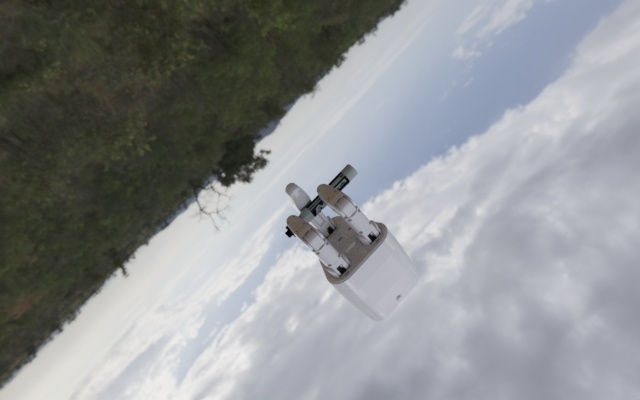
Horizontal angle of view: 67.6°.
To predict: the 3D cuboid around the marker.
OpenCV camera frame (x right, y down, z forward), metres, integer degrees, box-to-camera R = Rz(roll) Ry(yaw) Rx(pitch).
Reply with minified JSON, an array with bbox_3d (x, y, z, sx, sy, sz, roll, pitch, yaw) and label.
[{"bbox_3d":[0.000,0.002,0.610,0.020,0.121,0.020,44,-6,6],"label":"marker"}]
